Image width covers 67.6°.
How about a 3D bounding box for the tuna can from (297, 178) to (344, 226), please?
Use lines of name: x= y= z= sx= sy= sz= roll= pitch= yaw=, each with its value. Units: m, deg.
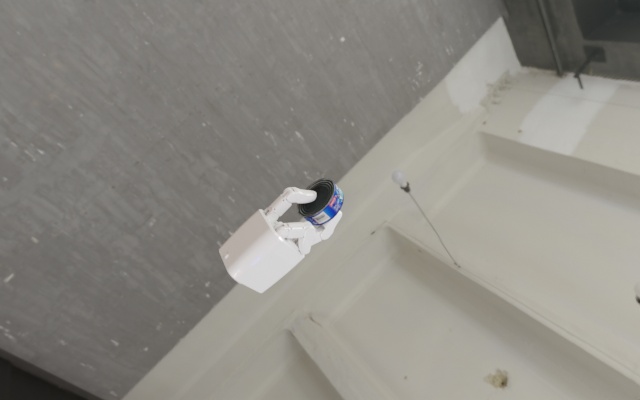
tuna can: x=0.001 y=0.003 z=0.874 sx=0.086 sy=0.086 sz=0.034 roll=0 pitch=-34 yaw=47
